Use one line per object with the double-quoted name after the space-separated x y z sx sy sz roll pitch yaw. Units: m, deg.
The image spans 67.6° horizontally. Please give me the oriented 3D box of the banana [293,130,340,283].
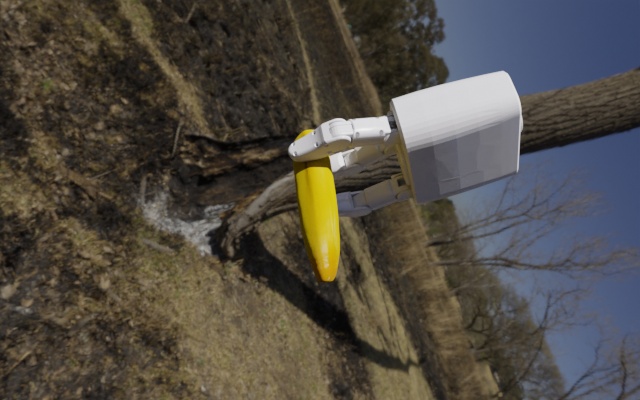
-0.004 -0.014 0.466 0.037 0.070 0.197 -12 41 4 "banana"
